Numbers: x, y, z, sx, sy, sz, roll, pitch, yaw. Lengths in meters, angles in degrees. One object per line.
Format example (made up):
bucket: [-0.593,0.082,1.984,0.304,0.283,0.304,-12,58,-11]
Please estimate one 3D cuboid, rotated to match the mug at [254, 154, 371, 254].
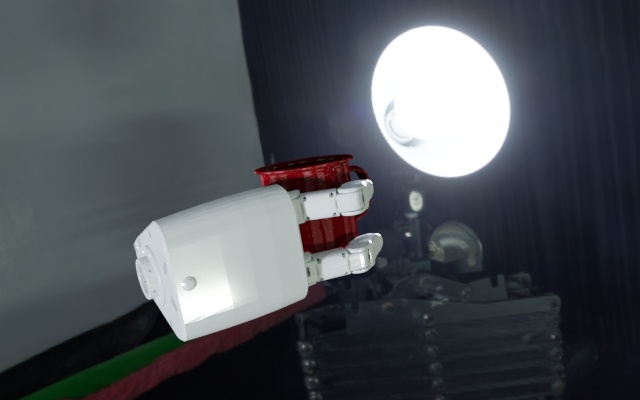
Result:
mug: [0.001,0.001,0.456,0.117,0.081,0.093,-15,12,-32]
